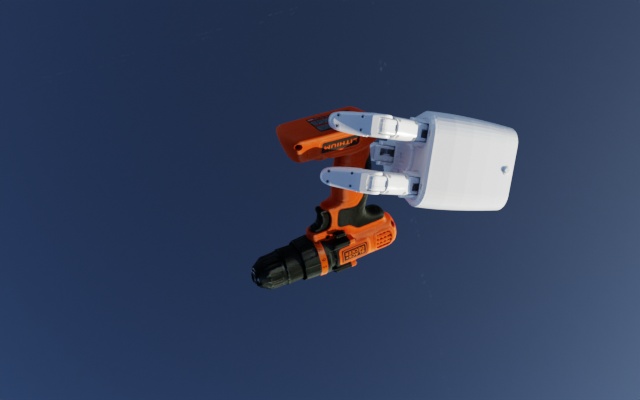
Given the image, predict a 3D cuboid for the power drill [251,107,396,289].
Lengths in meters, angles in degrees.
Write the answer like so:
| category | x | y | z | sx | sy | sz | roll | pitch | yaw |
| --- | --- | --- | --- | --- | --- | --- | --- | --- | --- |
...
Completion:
| category | x | y | z | sx | sy | sz | roll | pitch | yaw |
| --- | --- | --- | --- | --- | --- | --- | --- | --- | --- |
| power drill | 0.000 | 0.001 | 0.529 | 0.184 | 0.188 | 0.057 | -20 | 37 | -22 |
